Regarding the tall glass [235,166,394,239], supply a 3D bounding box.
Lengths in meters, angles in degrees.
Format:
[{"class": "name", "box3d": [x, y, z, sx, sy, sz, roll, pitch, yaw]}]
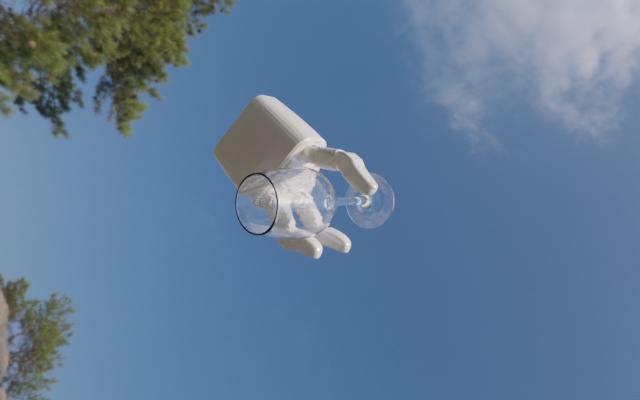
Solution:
[{"class": "tall glass", "box3d": [0.001, 0.002, 0.541, 0.079, 0.079, 0.201, 0, 1, 39]}]
